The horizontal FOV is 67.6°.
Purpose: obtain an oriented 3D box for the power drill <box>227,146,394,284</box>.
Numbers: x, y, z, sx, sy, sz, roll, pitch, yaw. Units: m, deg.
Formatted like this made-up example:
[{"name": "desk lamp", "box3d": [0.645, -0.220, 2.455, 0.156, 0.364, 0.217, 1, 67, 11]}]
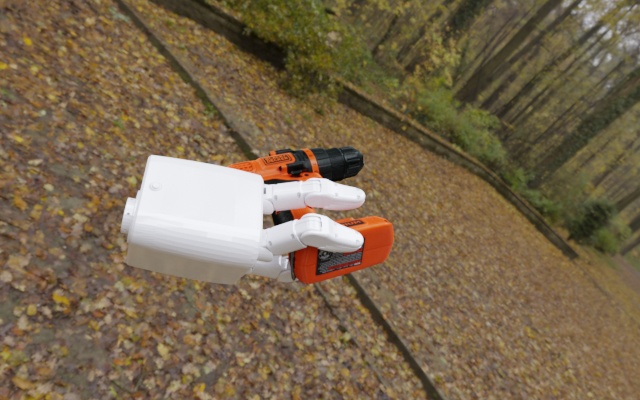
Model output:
[{"name": "power drill", "box3d": [0.000, 0.002, 0.530, 0.184, 0.057, 0.187, -14, 36, -22]}]
